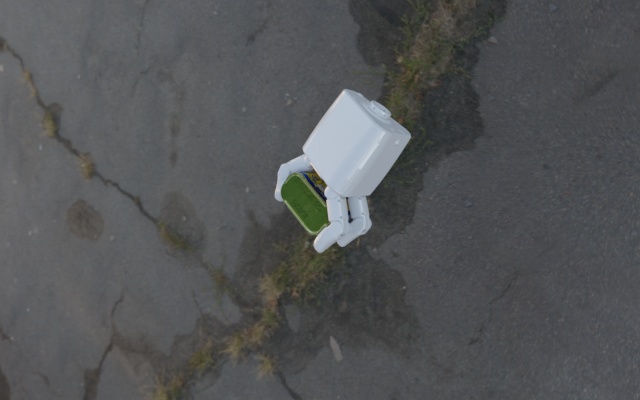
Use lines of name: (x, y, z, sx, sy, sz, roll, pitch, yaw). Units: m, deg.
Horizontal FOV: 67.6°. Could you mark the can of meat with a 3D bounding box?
can of meat: (0.000, 0.002, 0.707, 0.057, 0.102, 0.084, -51, -23, 25)
